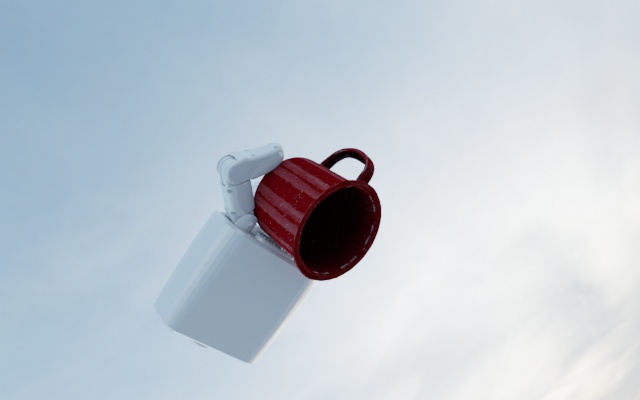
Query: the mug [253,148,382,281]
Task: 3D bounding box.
[{"bbox_3d":[0.001,0.000,0.425,0.081,0.117,0.093,33,-4,45],"label":"mug"}]
